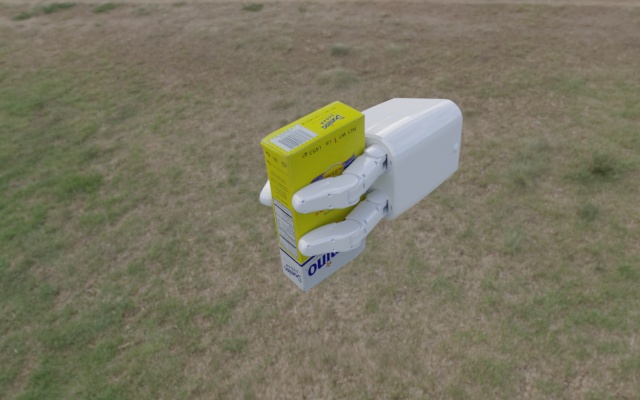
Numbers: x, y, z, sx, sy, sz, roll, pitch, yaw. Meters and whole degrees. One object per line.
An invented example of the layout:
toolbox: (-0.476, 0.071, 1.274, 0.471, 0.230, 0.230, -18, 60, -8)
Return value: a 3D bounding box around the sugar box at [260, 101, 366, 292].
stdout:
sugar box: (0.001, 0.002, 0.474, 0.093, 0.176, 0.048, -31, 45, -27)
